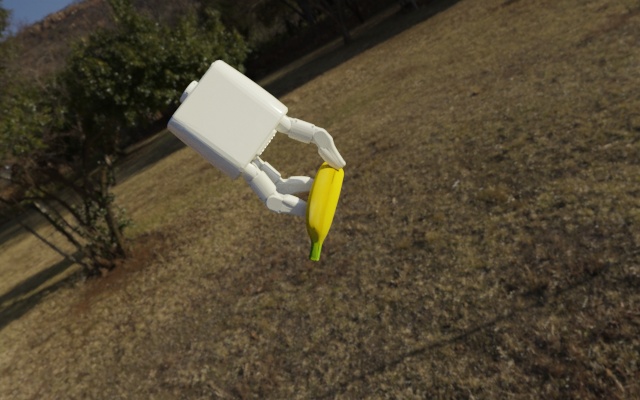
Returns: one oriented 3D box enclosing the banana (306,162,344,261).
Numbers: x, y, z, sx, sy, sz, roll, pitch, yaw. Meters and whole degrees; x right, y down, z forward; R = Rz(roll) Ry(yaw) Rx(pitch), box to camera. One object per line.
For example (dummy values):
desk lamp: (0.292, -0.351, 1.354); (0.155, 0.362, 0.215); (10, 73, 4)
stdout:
banana: (0.005, -0.010, 0.628); (0.037, 0.070, 0.197); (19, 36, -2)
